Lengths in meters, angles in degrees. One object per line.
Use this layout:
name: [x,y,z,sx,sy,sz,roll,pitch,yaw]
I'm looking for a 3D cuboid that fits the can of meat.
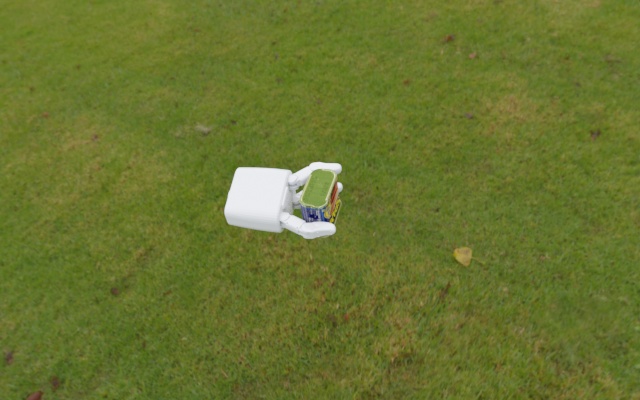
can of meat: [0.000,0.003,0.882,0.057,0.102,0.084,8,-40,15]
